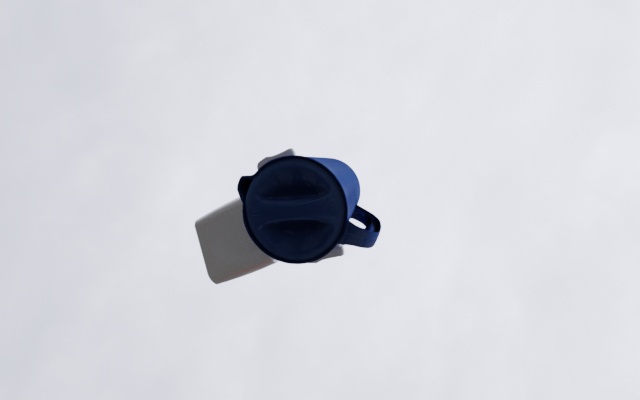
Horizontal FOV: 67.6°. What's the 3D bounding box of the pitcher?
[{"bbox_3d":[0.000,0.002,0.685,0.145,0.149,0.243,-23,2,14],"label":"pitcher"}]
